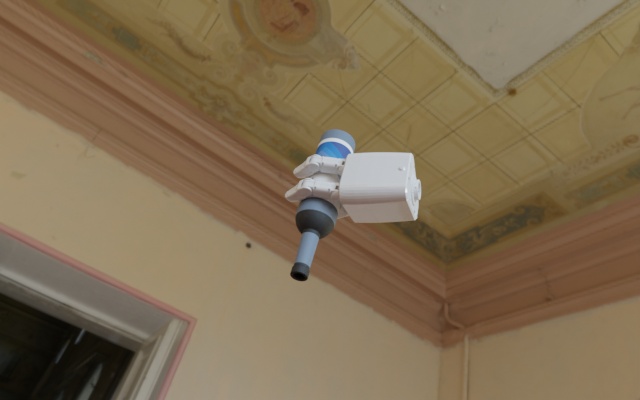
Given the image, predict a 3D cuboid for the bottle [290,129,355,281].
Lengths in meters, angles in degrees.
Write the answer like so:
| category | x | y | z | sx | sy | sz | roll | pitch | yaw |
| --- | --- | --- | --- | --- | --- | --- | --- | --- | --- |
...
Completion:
| category | x | y | z | sx | sy | sz | roll | pitch | yaw |
| --- | --- | --- | --- | --- | --- | --- | --- | --- | --- |
| bottle | 0.000 | 0.002 | 0.798 | 0.069 | 0.295 | 0.069 | 10 | -39 | 8 |
